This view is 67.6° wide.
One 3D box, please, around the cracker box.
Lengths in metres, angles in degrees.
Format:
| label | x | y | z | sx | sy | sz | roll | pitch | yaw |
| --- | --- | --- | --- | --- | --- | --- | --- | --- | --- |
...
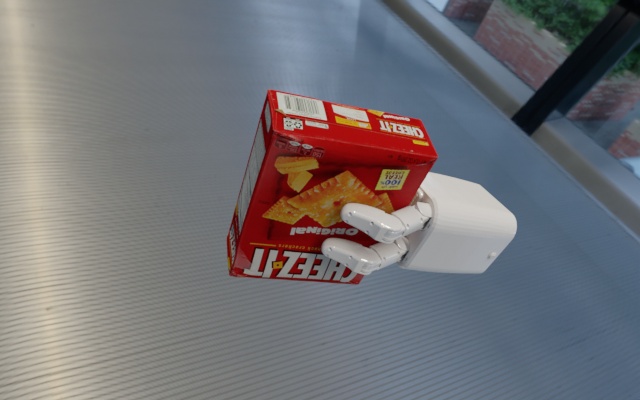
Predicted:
| label | x | y | z | sx | sy | sz | roll | pitch | yaw |
| --- | --- | --- | --- | --- | --- | --- | --- | --- | --- |
| cracker box | 0.000 | 0.001 | 0.512 | 0.164 | 0.072 | 0.214 | 7 | -47 | -18 |
